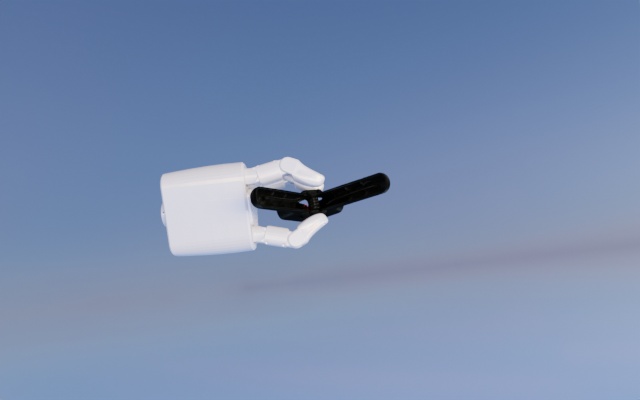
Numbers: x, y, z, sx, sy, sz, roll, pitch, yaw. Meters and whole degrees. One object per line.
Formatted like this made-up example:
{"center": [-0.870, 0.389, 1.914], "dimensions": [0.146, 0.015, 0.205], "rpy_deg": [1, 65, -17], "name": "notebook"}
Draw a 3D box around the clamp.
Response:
{"center": [0.000, 0.003, 0.638], "dimensions": [0.164, 0.036, 0.210], "rpy_deg": [-7, -9, -2], "name": "clamp"}
